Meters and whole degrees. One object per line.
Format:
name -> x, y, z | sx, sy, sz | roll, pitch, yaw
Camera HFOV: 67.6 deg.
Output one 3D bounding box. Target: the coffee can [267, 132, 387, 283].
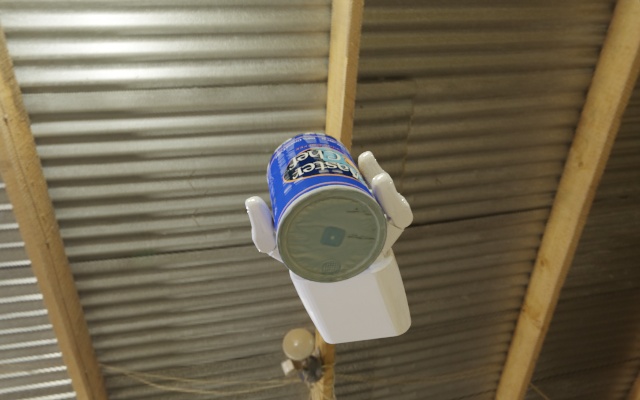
coffee can -> 0.000, 0.002, 0.493 | 0.103, 0.103, 0.140 | 0, 28, -11
